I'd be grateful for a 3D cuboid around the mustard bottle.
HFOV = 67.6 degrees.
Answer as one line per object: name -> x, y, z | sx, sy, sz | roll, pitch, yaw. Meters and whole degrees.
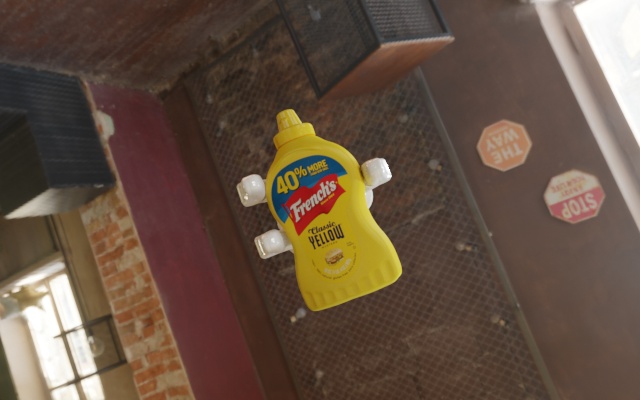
mustard bottle -> 0.000, 0.002, 0.463 | 0.096, 0.191, 0.058 | -24, -7, 17
